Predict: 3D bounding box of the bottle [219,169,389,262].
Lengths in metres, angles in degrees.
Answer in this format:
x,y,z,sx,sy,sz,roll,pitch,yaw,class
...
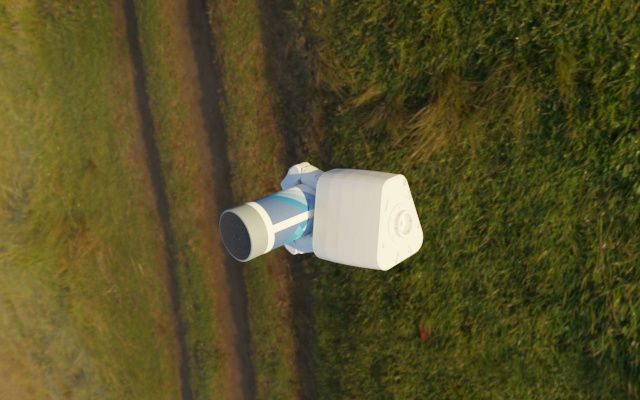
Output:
x,y,z,sx,sy,sz,roll,pitch,yaw,class
0.000,0.002,0.670,0.295,0.069,0.069,-22,15,-41,bottle
